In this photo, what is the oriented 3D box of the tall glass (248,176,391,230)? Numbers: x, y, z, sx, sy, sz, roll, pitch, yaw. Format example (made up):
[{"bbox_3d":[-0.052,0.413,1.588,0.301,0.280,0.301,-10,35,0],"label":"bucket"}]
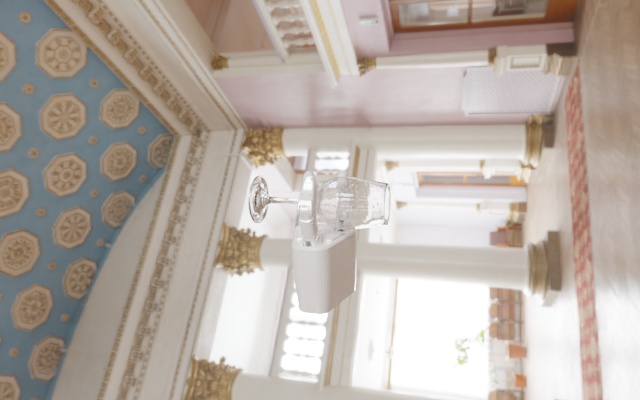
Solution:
[{"bbox_3d":[-0.001,0.002,0.707,0.201,0.079,0.079,2,0,16],"label":"tall glass"}]
